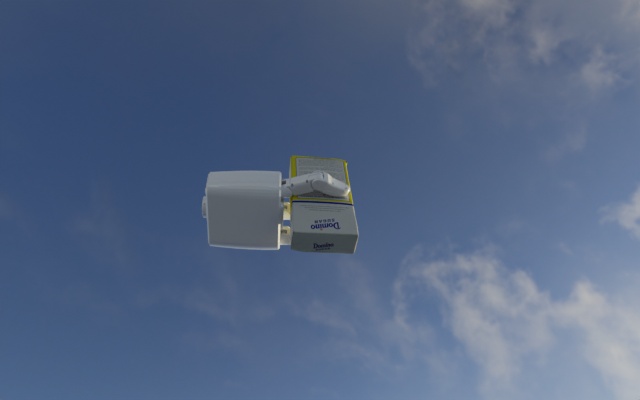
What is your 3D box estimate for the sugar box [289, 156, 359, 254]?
[{"bbox_3d":[0.000,0.003,0.719,0.093,0.048,0.176,4,43,-7],"label":"sugar box"}]
